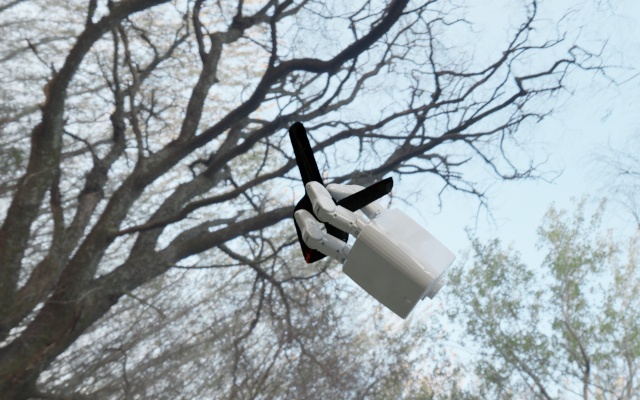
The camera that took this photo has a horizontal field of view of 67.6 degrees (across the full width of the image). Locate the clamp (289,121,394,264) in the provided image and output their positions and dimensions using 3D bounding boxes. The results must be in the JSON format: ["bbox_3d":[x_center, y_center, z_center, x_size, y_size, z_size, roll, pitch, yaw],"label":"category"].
[{"bbox_3d":[0.001,0.002,0.670,0.164,0.210,0.036,40,44,19],"label":"clamp"}]
